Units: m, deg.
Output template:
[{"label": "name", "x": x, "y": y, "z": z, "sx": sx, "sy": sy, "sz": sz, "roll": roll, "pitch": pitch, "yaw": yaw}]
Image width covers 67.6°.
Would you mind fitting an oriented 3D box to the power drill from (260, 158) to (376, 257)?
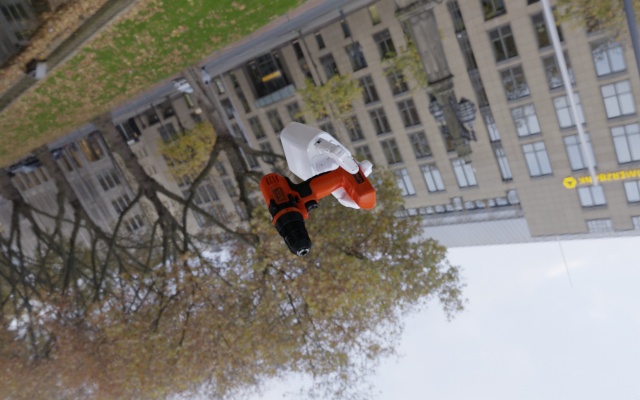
[{"label": "power drill", "x": 0.000, "y": 0.003, "z": 0.857, "sx": 0.187, "sy": 0.184, "sz": 0.057, "roll": -17, "pitch": -37, "yaw": -15}]
